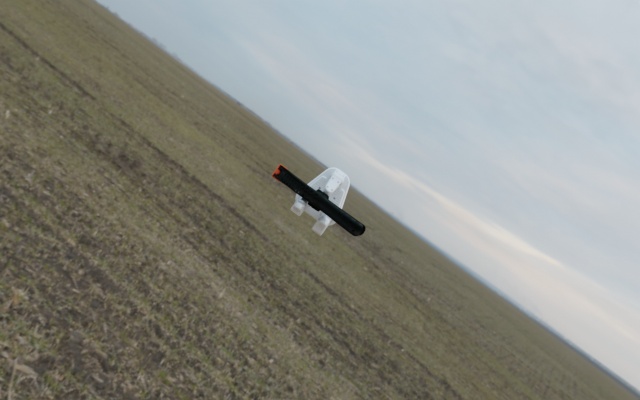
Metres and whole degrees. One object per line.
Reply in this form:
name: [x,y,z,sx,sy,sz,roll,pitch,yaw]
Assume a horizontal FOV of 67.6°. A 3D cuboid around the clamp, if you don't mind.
clamp: [0.000,0.002,0.881,0.210,0.036,0.164,36,0,1]
